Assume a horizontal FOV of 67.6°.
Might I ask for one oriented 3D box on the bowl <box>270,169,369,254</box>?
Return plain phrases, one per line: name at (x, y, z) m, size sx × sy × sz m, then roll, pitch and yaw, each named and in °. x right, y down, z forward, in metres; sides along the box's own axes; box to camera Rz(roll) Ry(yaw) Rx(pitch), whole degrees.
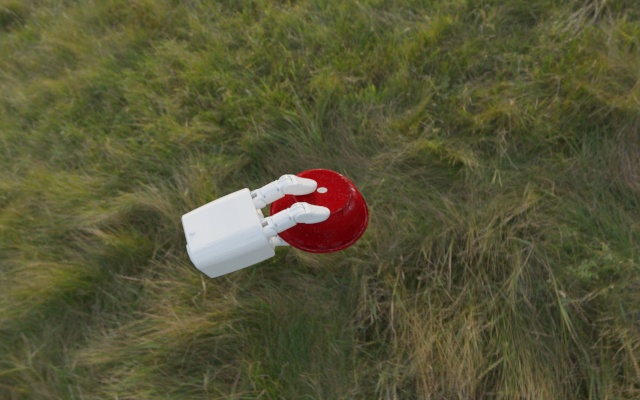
bowl at (0.001, 0.002, 0.754) m, size 0.162 × 0.162 × 0.055 m, roll 0°, pitch -39°, yaw -5°
